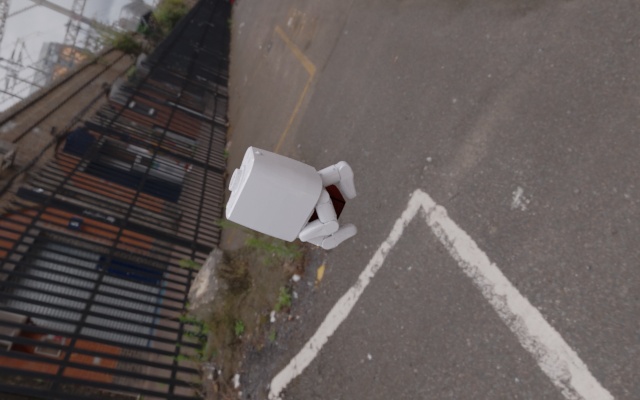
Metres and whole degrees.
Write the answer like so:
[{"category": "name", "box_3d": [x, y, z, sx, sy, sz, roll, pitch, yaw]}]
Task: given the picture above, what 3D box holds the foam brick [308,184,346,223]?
[{"category": "foam brick", "box_3d": [0.000, 0.003, 0.764, 0.051, 0.053, 0.078, 19, 16, -18]}]
